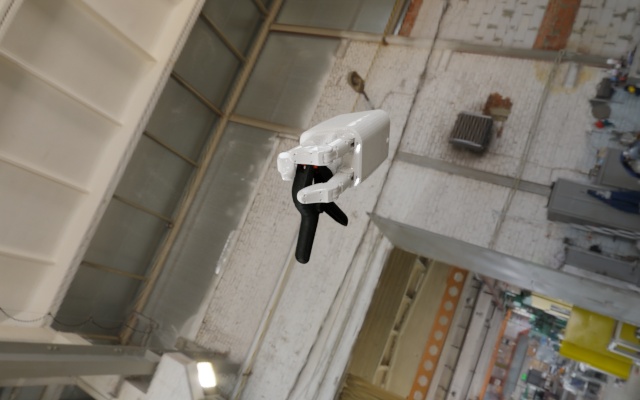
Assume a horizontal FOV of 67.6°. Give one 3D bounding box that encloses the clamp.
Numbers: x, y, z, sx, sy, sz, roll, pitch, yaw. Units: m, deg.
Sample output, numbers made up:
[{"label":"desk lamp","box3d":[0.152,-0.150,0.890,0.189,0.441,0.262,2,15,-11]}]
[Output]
[{"label":"clamp","box3d":[0.000,0.002,0.734,0.039,0.172,0.120,18,35,29]}]
